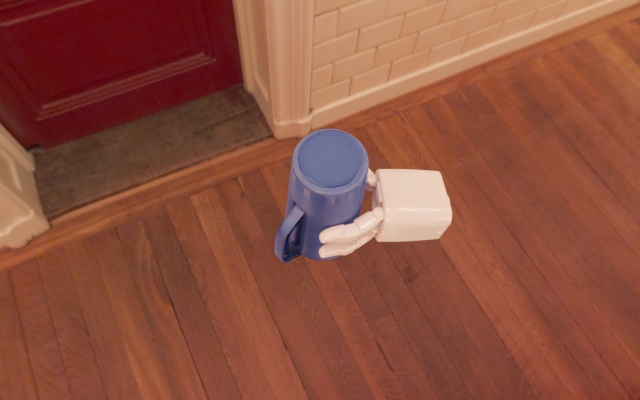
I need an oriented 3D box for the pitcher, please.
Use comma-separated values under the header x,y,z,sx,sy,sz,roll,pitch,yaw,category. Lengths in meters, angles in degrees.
x,y,z,sx,sy,sz,roll,pitch,yaw,category
0.000,0.002,0.758,0.145,0.149,0.243,2,-26,-3,pitcher
